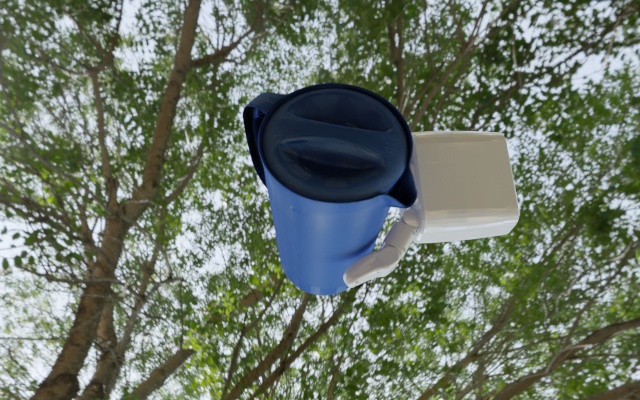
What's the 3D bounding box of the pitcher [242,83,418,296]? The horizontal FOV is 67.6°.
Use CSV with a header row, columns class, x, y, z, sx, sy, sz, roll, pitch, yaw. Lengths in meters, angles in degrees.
class,x,y,z,sx,sy,sz,roll,pitch,yaw
pitcher,0.000,0.002,0.506,0.145,0.149,0.243,-5,-32,-7
